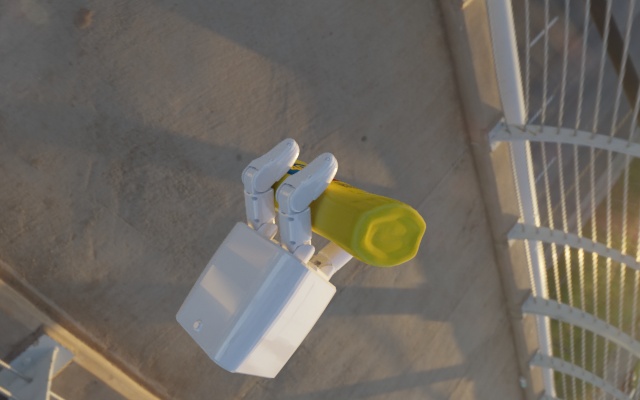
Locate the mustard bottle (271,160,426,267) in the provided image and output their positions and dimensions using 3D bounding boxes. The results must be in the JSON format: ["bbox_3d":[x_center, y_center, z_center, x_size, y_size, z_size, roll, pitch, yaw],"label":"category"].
[{"bbox_3d":[0.000,0.001,0.462,0.096,0.058,0.191,10,11,-44],"label":"mustard bottle"}]
